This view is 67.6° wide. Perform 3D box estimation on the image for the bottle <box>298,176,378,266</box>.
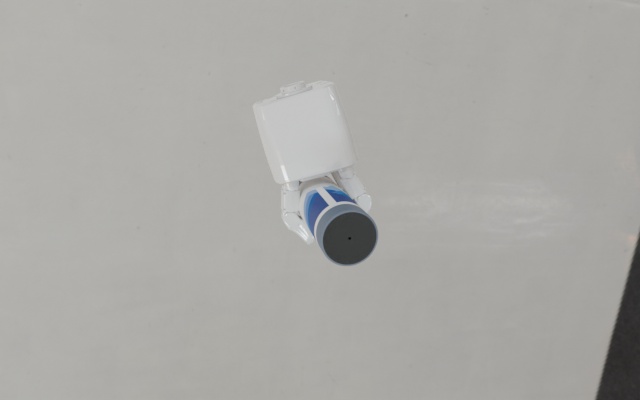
[{"bbox_3d":[0.000,0.002,0.663,0.069,0.069,0.295,0,16,-13],"label":"bottle"}]
